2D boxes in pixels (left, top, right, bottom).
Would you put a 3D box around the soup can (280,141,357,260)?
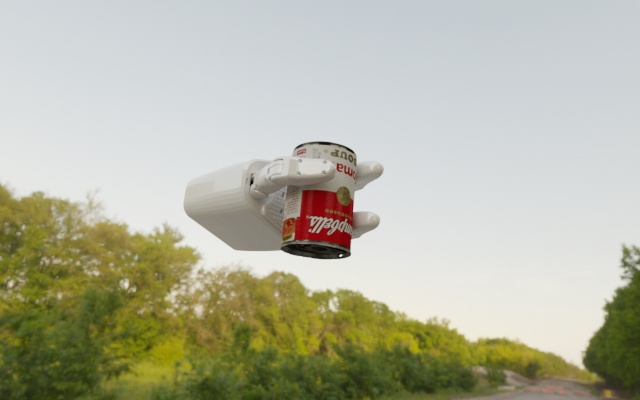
[{"bbox_3d":[0.000,0.001,0.469,0.068,0.102,0.068,5,-18,2],"label":"soup can"}]
